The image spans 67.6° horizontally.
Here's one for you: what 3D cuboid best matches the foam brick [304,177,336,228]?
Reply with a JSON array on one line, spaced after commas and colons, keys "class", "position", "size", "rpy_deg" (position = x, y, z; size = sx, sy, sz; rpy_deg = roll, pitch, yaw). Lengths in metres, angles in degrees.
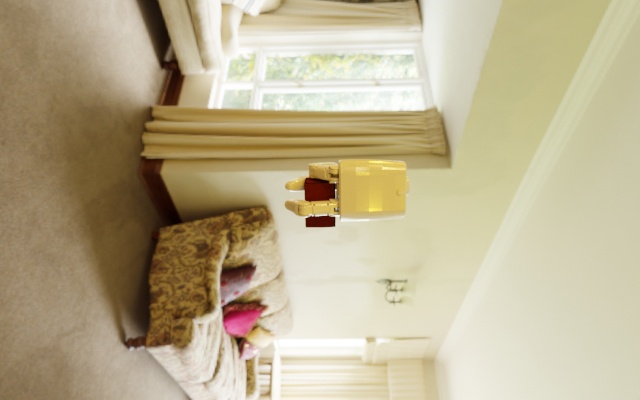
[{"class": "foam brick", "position": [0.000, 0.003, 0.798], "size": [0.051, 0.078, 0.053], "rpy_deg": [-1, 13, 1]}]
